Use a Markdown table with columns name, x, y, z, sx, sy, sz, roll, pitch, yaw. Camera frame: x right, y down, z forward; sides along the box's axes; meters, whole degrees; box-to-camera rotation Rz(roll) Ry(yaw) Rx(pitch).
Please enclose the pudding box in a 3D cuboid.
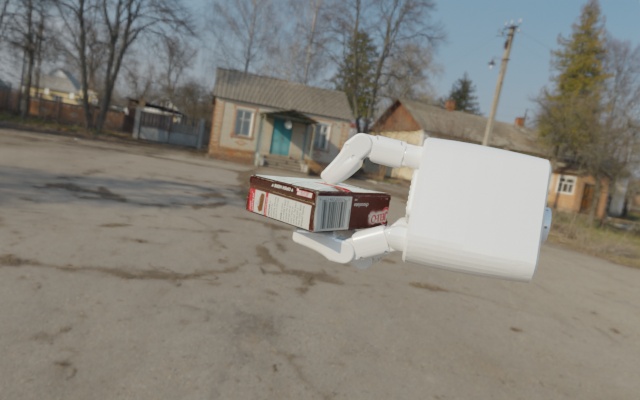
| name | x | y | z | sx | sy | sz | roll | pitch | yaw |
| --- | --- | --- | --- | --- | --- | --- | --- | --- | --- |
| pudding box | 0.000 | 0.001 | 0.460 | 0.090 | 0.039 | 0.113 | 14 | 7 | 41 |
